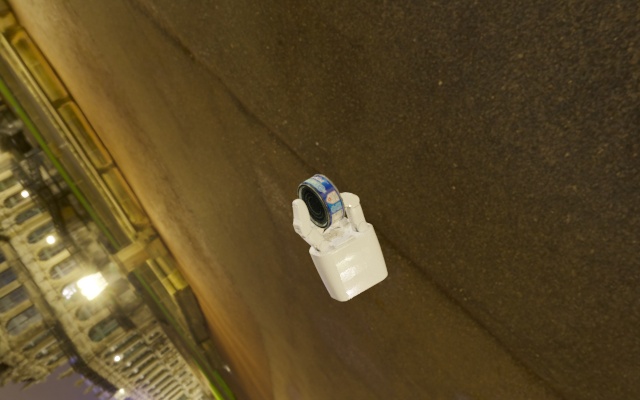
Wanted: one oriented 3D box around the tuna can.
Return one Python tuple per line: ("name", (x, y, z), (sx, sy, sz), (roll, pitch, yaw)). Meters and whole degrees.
("tuna can", (0.000, 0.003, 0.778), (0.033, 0.086, 0.086), (-30, 14, -26))
